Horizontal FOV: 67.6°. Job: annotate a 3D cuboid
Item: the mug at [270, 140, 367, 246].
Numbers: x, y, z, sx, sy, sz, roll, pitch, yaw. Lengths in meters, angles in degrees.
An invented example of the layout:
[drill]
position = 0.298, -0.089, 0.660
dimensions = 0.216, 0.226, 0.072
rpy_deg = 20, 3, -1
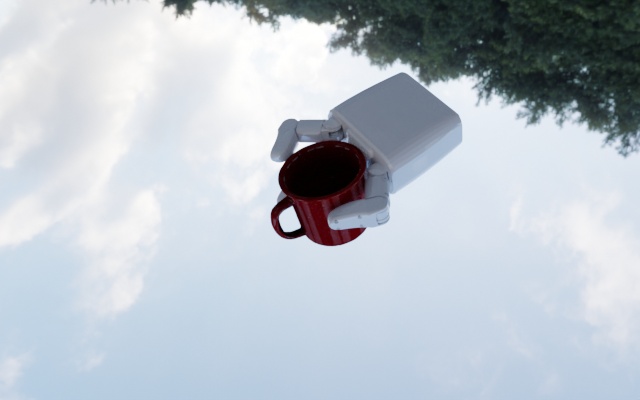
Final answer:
[mug]
position = -0.001, 0.003, 0.514
dimensions = 0.117, 0.082, 0.093
rpy_deg = -34, 45, -17
